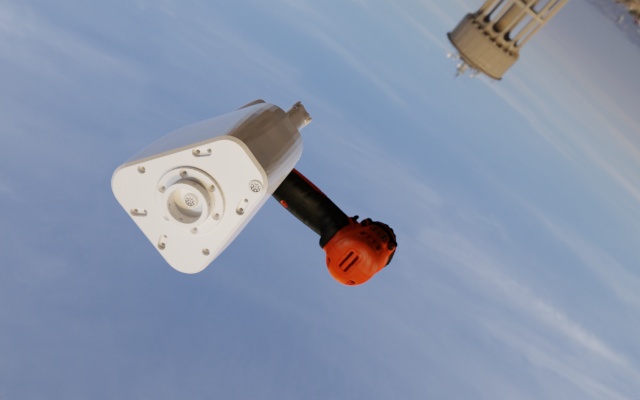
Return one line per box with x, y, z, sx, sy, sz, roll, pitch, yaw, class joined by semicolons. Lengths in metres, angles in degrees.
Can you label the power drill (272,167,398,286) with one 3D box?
0.000;0.001;0.493;0.187;0.057;0.184;41;10;10;power drill
